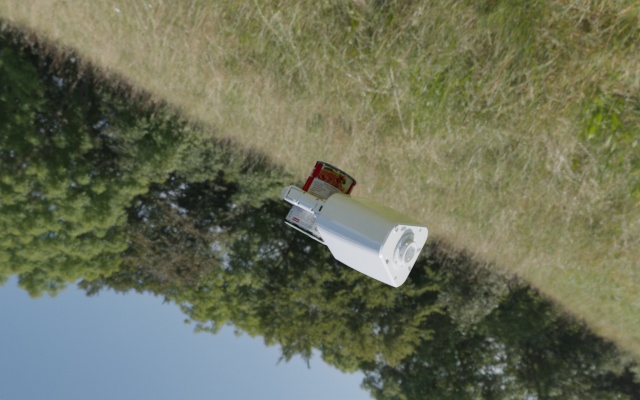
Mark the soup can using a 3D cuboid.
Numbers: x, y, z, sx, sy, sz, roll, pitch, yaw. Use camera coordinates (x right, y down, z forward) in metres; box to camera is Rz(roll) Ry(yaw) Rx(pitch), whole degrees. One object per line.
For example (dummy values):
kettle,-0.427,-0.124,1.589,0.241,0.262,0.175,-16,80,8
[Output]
soup can,0.000,0.002,0.703,0.068,0.102,0.068,28,-5,3
